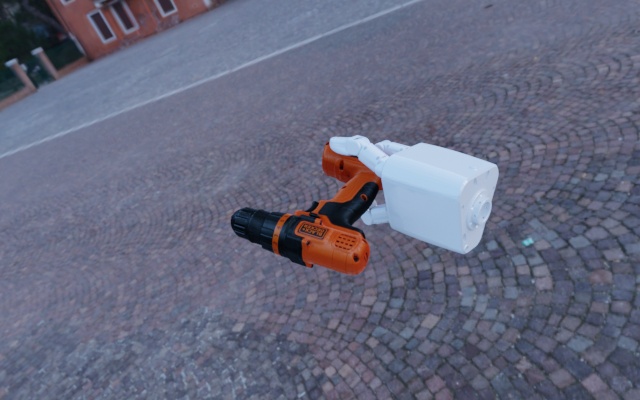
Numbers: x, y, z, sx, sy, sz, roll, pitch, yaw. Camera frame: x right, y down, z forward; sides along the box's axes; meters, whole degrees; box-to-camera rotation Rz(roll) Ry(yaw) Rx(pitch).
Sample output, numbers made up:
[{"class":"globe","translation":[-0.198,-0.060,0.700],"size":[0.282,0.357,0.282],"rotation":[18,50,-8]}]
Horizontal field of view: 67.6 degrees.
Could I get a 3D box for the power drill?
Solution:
[{"class":"power drill","translation":[0.001,0.002,0.620],"size":[0.184,0.057,0.187],"rotation":[16,51,21]}]
